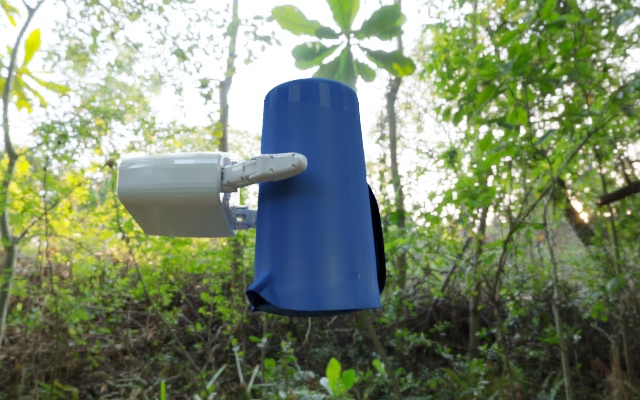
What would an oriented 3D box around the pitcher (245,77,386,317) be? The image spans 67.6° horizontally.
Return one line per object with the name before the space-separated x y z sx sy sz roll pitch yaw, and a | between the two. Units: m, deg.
pitcher | 0.000 0.002 0.518 0.145 0.242 0.149 -2 -12 3
